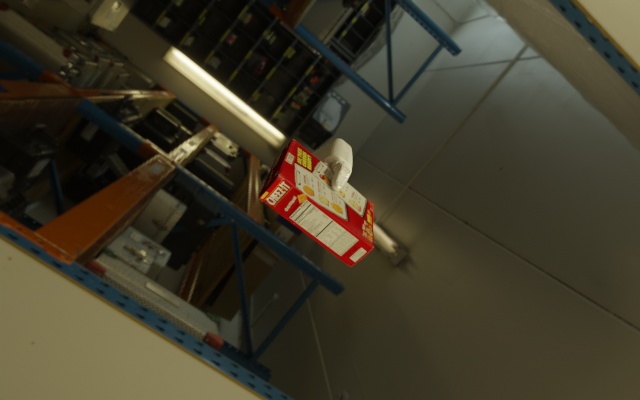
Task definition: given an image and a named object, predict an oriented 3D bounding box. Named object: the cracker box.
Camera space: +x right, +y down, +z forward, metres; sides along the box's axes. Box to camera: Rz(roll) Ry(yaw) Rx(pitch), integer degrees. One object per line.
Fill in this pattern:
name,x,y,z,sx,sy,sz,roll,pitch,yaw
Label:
cracker box,0.000,0.003,0.887,0.214,0.072,0.164,37,25,-14
